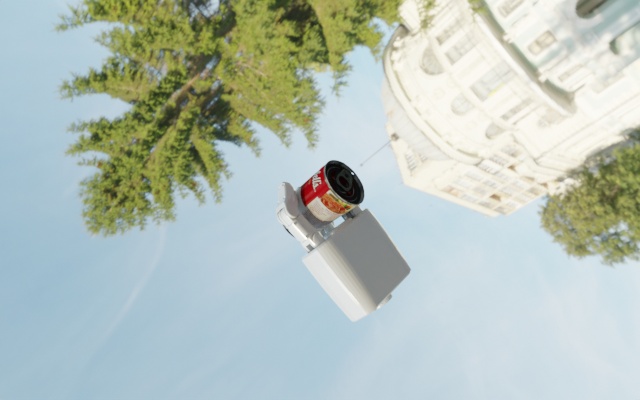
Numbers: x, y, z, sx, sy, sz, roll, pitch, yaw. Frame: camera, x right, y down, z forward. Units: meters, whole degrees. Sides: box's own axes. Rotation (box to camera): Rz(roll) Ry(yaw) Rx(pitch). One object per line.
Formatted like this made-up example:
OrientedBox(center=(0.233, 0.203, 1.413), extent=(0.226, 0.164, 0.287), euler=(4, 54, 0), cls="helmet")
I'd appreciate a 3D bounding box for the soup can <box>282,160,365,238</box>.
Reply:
OrientedBox(center=(0.000, 0.002, 0.637), extent=(0.068, 0.068, 0.102), euler=(0, -31, -47), cls="soup can")
